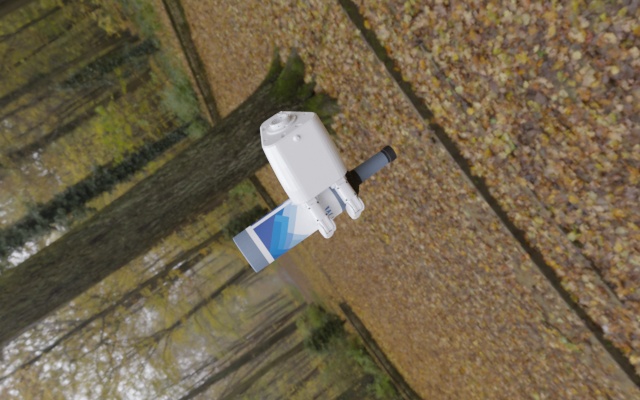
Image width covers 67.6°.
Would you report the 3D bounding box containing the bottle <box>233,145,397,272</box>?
[{"bbox_3d":[0.000,0.003,0.772,0.295,0.069,0.069,-35,6,-9],"label":"bottle"}]
